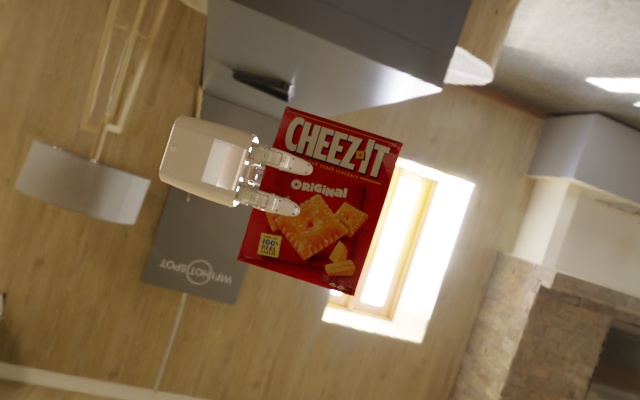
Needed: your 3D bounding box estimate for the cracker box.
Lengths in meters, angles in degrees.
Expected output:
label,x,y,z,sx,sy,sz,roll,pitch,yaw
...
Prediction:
label,x,y,z,sx,sy,sz,roll,pitch,yaw
cracker box,0.000,0.002,0.644,0.164,0.213,0.072,18,1,2
